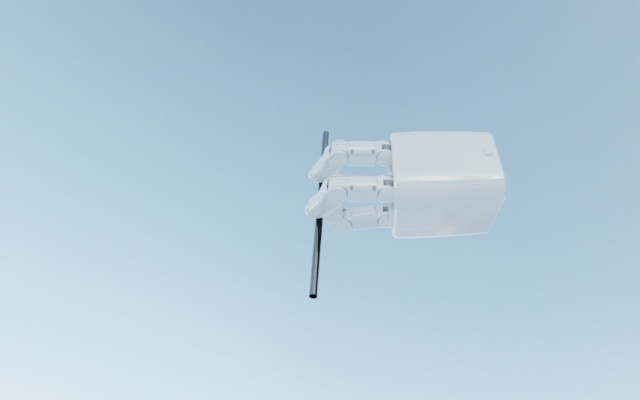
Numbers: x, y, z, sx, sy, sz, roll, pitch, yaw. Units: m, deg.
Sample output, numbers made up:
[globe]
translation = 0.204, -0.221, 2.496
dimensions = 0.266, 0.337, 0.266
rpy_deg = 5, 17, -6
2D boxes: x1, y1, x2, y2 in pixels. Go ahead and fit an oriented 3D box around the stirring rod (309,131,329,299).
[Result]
[stirring rod]
translation = 0.000, 0.002, 0.524
dimensions = 0.011, 0.239, 0.011
rpy_deg = 2, -43, 2
